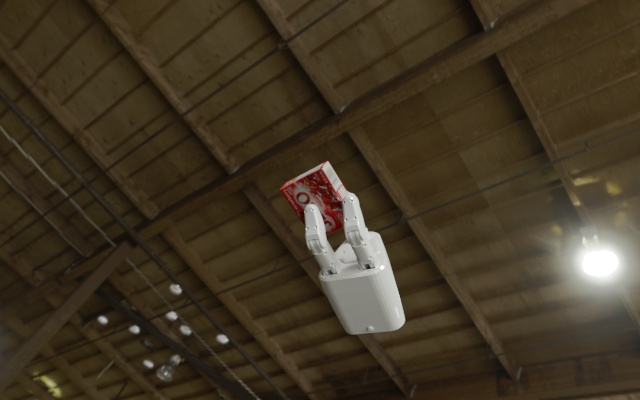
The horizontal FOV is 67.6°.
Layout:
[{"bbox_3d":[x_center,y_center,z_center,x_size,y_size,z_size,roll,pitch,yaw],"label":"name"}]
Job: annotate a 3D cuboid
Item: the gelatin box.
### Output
[{"bbox_3d":[0.000,0.002,0.647,0.073,0.089,0.030,-25,16,30],"label":"gelatin box"}]
